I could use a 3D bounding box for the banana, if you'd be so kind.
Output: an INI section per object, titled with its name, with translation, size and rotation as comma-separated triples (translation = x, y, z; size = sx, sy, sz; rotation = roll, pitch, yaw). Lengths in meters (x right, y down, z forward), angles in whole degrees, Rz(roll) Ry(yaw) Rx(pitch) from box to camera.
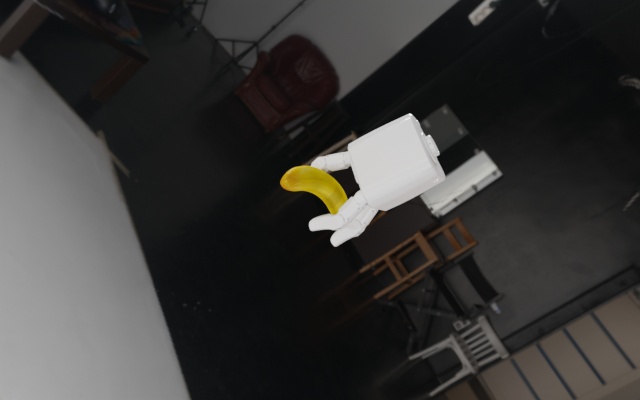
[banana]
translation = 0.001, -0.013, 0.724
size = 0.037, 0.069, 0.198
rotation = -17, -31, 24
